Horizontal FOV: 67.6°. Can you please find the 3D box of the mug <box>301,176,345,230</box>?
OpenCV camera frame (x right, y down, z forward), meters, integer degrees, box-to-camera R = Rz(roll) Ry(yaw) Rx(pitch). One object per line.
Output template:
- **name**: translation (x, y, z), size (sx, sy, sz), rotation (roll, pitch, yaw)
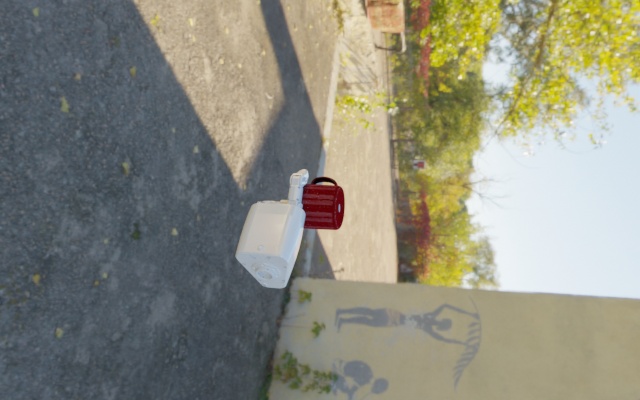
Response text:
- **mug**: translation (0.001, 0.002, 0.885), size (0.081, 0.117, 0.093), rotation (3, -41, 15)
